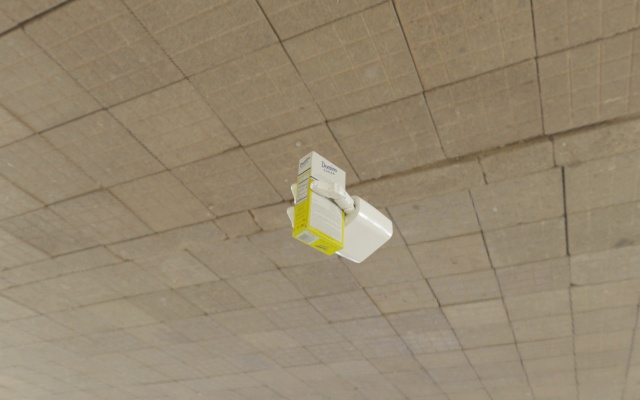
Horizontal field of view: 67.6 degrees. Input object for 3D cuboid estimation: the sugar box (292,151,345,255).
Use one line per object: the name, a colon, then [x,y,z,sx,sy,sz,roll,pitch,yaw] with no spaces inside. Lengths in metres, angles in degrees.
sugar box: [0.000,0.003,0.886,0.093,0.176,0.048,31,-46,-32]
